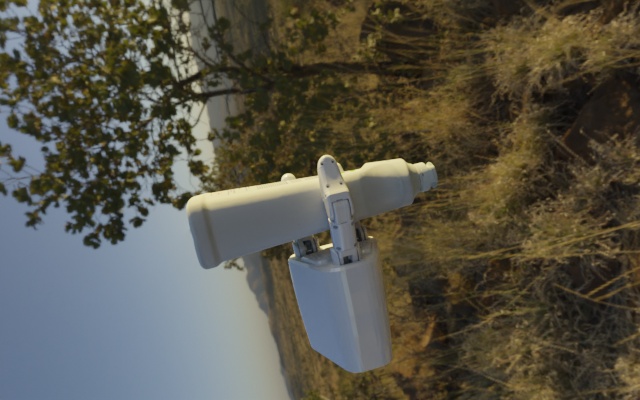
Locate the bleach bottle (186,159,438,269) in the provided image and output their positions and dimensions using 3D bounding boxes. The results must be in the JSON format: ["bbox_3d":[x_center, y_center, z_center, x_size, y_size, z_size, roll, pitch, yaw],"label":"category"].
[{"bbox_3d":[0.000,0.002,0.482,0.251,0.068,0.102,-13,7,-9],"label":"bleach bottle"}]
